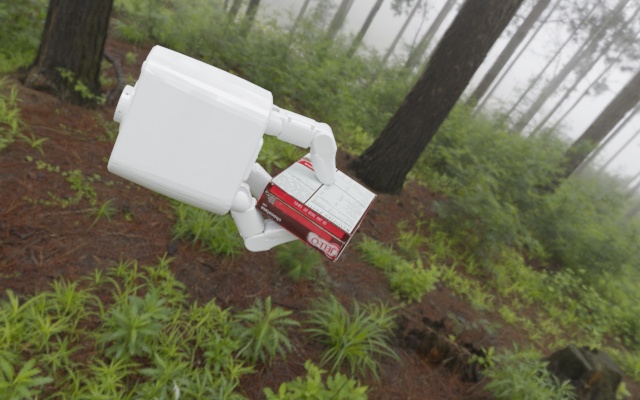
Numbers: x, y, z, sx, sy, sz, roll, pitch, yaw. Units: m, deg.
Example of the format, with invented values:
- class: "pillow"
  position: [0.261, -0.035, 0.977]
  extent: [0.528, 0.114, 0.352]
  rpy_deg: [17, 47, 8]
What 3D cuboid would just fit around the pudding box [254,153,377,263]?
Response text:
- class: "pudding box"
  position: [0.000, 0.001, 0.471]
  extent: [0.090, 0.039, 0.113]
  rpy_deg: [35, 29, 5]
